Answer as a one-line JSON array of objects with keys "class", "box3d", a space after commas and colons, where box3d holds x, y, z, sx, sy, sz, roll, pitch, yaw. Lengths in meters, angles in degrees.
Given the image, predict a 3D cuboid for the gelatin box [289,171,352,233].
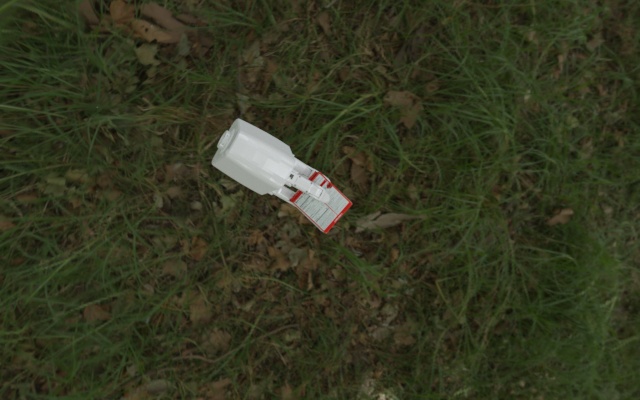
[{"class": "gelatin box", "box3d": [0.001, 0.003, 0.854, 0.089, 0.073, 0.030, 43, -7, -16]}]
